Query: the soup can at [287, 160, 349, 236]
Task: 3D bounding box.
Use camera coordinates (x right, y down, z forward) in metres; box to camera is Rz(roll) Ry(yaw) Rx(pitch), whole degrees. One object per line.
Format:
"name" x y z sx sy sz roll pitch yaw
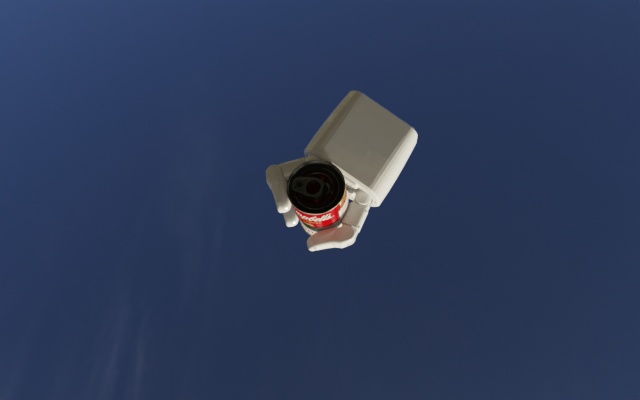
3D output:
"soup can" 0.000 0.002 0.589 0.068 0.068 0.102 0 -21 7
